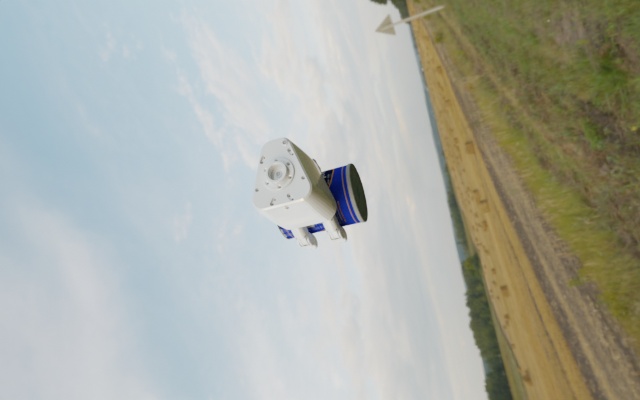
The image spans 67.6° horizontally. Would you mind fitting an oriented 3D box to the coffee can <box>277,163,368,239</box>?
[{"bbox_3d":[0.000,0.003,0.822,0.140,0.103,0.103,-14,-4,15],"label":"coffee can"}]
